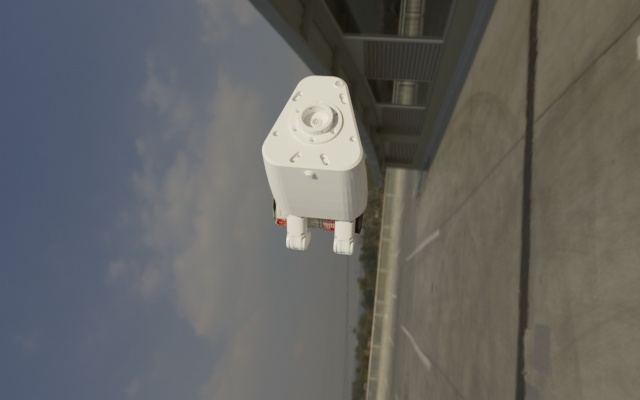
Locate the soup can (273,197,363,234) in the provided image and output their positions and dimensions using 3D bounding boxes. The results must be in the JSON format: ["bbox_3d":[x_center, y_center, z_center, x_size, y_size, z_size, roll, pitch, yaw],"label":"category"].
[{"bbox_3d":[0.000,0.002,0.574,0.102,0.068,0.068,5,1,8],"label":"soup can"}]
